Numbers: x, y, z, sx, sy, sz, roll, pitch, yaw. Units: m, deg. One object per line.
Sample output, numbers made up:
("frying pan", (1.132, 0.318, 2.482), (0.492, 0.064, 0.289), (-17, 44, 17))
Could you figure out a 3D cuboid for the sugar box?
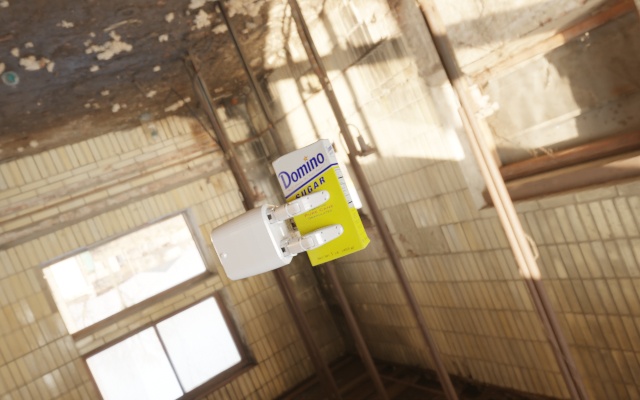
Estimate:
("sugar box", (0.000, 0.003, 0.738), (0.093, 0.176, 0.048), (-22, 3, 19))
